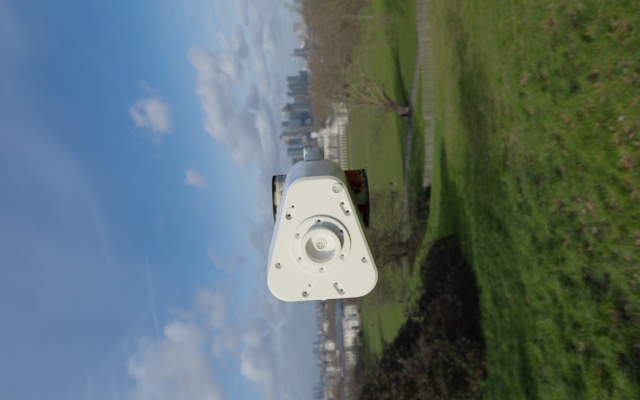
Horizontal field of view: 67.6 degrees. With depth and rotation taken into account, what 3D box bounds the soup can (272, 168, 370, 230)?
[{"bbox_3d":[0.000,0.002,0.530,0.102,0.068,0.068,-4,0,-1],"label":"soup can"}]
